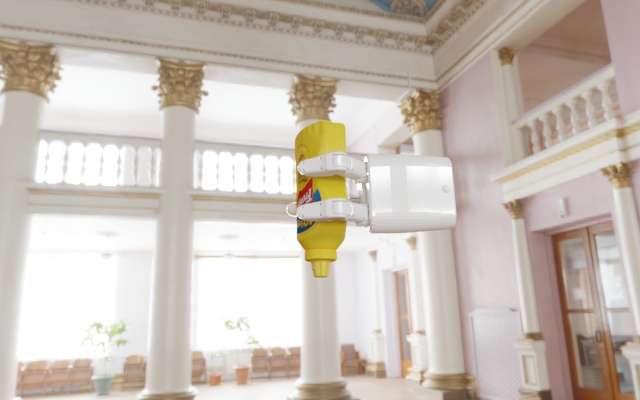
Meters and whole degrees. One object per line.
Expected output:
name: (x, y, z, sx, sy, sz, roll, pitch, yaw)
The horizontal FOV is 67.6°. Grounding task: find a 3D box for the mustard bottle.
mustard bottle: (0.000, 0.002, 0.613, 0.058, 0.191, 0.096, 6, -15, -26)
